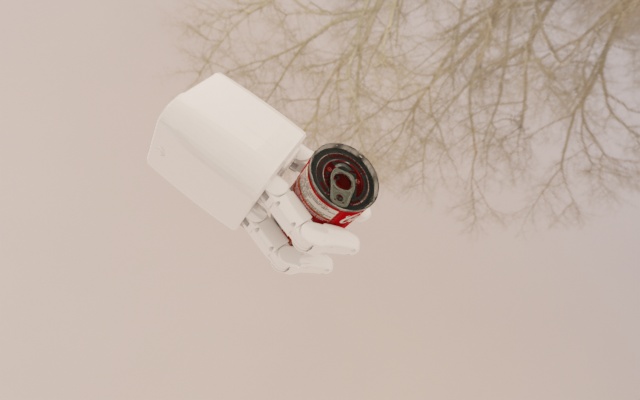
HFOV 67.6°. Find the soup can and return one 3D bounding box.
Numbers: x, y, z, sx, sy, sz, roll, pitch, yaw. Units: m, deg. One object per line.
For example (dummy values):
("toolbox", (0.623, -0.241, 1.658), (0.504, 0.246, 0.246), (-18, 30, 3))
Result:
("soup can", (0.000, 0.002, 0.451), (0.068, 0.068, 0.102), (0, -27, -29))
